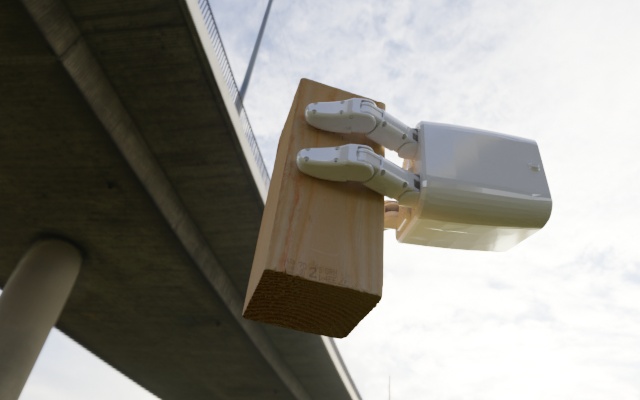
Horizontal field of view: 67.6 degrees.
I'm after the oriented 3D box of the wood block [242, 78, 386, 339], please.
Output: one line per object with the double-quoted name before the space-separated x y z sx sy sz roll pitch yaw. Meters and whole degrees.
"wood block" 0.000 0.002 0.422 0.090 0.206 0.091 15 -39 -10
